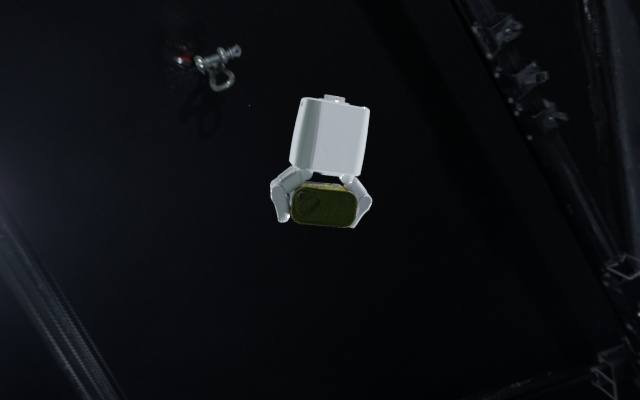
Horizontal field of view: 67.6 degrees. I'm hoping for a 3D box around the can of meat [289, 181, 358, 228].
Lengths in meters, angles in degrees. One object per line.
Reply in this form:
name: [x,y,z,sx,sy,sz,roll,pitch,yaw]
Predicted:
can of meat: [0.000,0.003,0.762,0.102,0.057,0.084,6,11,-9]
